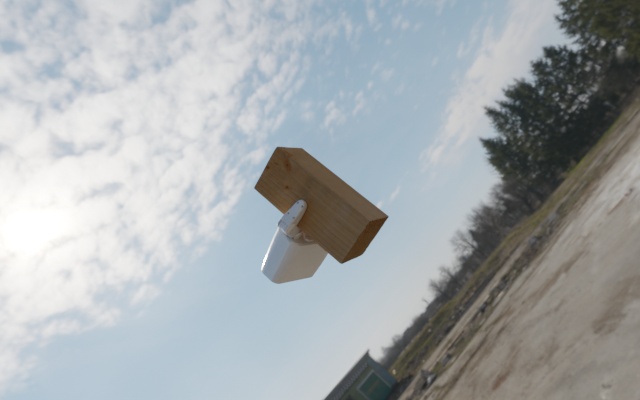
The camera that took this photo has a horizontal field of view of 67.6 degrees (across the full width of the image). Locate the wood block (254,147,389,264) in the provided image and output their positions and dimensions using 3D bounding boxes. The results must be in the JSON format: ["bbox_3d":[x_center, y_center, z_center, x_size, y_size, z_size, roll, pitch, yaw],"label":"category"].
[{"bbox_3d":[0.000,0.003,0.817,0.206,0.090,0.091,39,21,19],"label":"wood block"}]
